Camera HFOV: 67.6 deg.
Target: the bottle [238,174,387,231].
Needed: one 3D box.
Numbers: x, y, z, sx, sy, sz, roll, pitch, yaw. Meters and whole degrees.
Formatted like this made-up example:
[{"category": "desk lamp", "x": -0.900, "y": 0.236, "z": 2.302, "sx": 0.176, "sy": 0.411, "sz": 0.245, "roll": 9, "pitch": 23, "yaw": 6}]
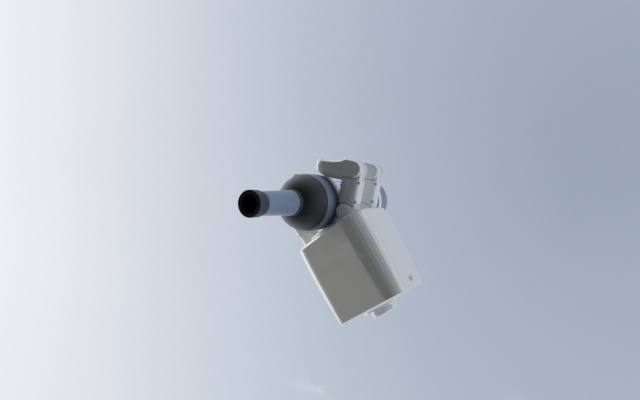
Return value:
[{"category": "bottle", "x": 0.000, "y": 0.002, "z": 0.584, "sx": 0.069, "sy": 0.069, "sz": 0.296, "roll": 0, "pitch": 0, "yaw": 28}]
